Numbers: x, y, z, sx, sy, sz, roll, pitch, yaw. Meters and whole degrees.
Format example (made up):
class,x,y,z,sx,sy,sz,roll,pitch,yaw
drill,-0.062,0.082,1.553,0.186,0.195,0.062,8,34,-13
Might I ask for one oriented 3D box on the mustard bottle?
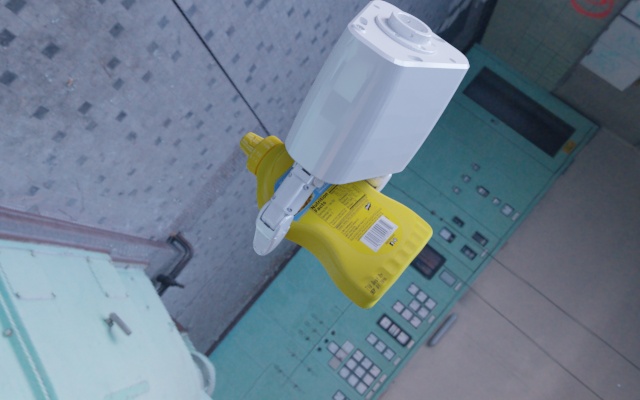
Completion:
class,x,y,z,sx,sy,sz,roll,pitch,yaw
mustard bottle,0.000,0.002,0.435,0.096,0.191,0.058,-44,-13,-27
